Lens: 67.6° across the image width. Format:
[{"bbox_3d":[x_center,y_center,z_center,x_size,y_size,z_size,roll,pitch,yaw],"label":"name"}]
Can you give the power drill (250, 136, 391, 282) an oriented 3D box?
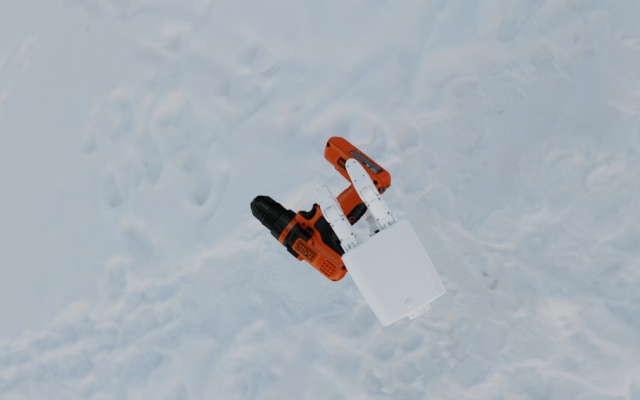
[{"bbox_3d":[0.001,0.002,0.701,0.184,0.188,0.057,37,26,10],"label":"power drill"}]
